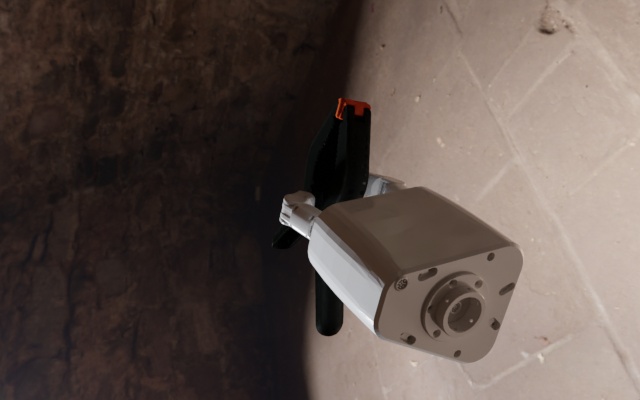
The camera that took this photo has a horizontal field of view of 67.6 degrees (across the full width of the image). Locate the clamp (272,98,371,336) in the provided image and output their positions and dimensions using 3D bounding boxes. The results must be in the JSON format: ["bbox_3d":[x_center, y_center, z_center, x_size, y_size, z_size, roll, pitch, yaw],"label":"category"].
[{"bbox_3d":[0.000,0.001,0.474,0.036,0.210,0.164,5,18,-27],"label":"clamp"}]
